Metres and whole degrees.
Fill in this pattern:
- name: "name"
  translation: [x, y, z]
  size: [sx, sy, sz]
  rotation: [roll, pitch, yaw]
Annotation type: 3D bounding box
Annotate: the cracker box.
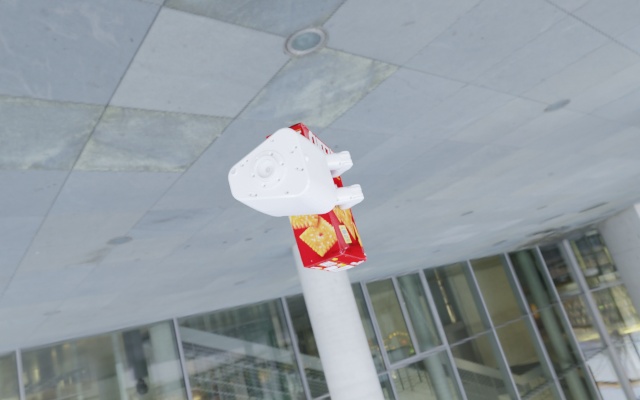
- name: "cracker box"
  translation: [0.000, 0.003, 0.770]
  size: [0.072, 0.213, 0.164]
  rotation: [-20, -16, 14]
